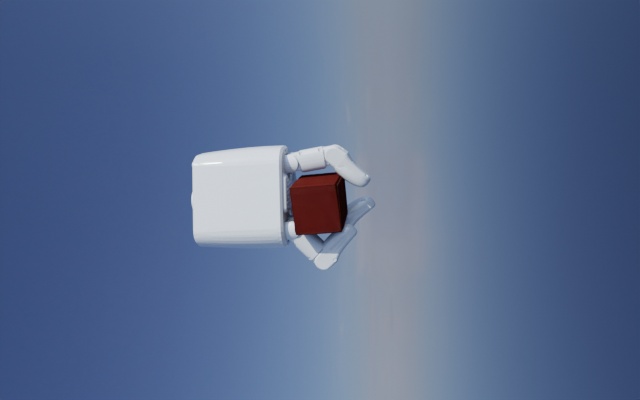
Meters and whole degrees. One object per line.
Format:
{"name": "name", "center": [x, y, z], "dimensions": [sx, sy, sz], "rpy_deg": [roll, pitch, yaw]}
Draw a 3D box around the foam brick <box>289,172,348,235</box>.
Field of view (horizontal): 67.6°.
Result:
{"name": "foam brick", "center": [0.000, 0.002, 0.527], "dimensions": [0.051, 0.053, 0.078], "rpy_deg": [-4, 12, 9]}
